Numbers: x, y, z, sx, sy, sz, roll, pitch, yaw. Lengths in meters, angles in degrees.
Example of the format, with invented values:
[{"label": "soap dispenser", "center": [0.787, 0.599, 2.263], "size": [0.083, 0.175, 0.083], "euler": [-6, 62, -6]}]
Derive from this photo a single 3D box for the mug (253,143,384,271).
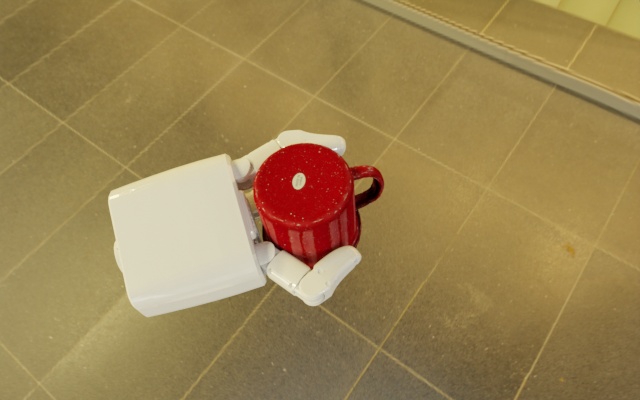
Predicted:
[{"label": "mug", "center": [0.001, 0.001, 0.411], "size": [0.117, 0.093, 0.081], "euler": [-18, -29, -5]}]
